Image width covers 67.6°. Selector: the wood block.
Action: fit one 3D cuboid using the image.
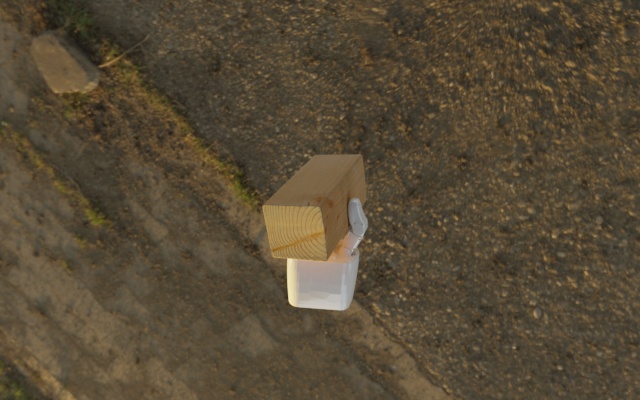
[{"bbox_3d":[0.000,0.003,0.757,0.091,0.090,0.206,2,26,21],"label":"wood block"}]
